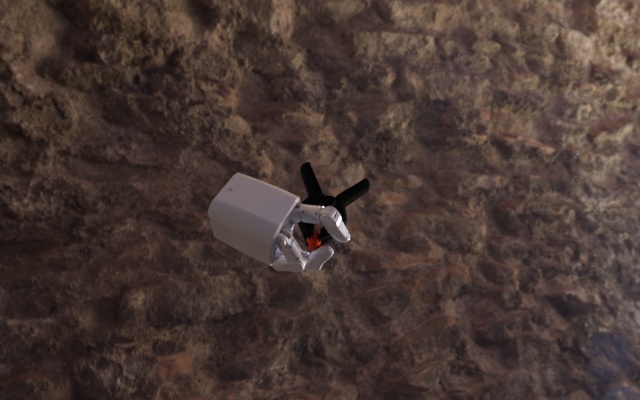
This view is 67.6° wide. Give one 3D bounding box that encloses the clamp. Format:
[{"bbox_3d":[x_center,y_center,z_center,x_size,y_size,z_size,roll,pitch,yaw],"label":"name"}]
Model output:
[{"bbox_3d":[0.000,0.003,0.763,0.120,0.039,0.171,18,44,14],"label":"clamp"}]
